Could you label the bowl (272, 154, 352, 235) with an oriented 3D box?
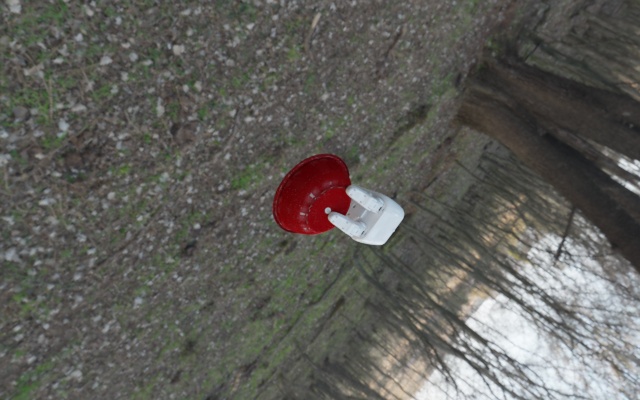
[{"bbox_3d":[-0.001,0.003,0.821,0.162,0.162,0.055,0,31,-40],"label":"bowl"}]
